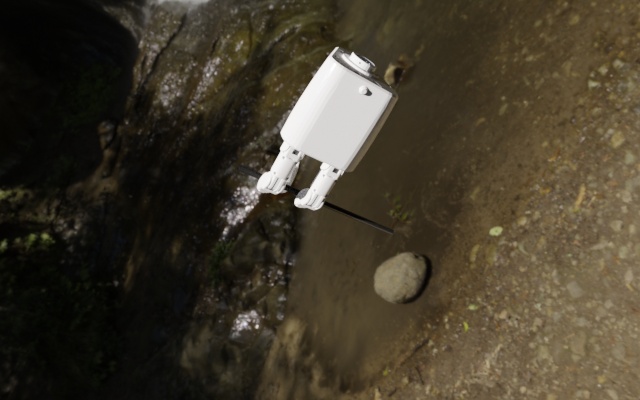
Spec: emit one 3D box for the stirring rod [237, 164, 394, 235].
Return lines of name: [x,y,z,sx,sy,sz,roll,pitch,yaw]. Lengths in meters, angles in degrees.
stirring rod: [0.000,0.002,0.643,0.239,0.011,0.011,23,-9,-21]
